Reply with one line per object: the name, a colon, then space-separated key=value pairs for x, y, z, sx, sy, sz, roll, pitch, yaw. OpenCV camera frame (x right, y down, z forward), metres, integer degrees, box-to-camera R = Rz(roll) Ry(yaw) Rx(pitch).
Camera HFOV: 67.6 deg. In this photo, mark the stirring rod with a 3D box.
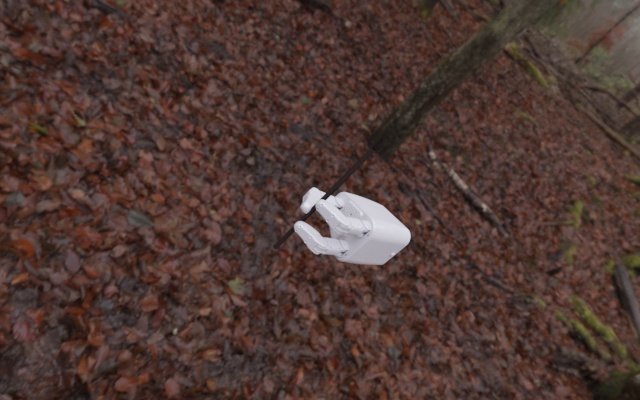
stirring rod: x=0.000 y=0.002 z=0.730 sx=0.240 sy=0.011 sz=0.011 roll=-45 pitch=-26 yaw=28
